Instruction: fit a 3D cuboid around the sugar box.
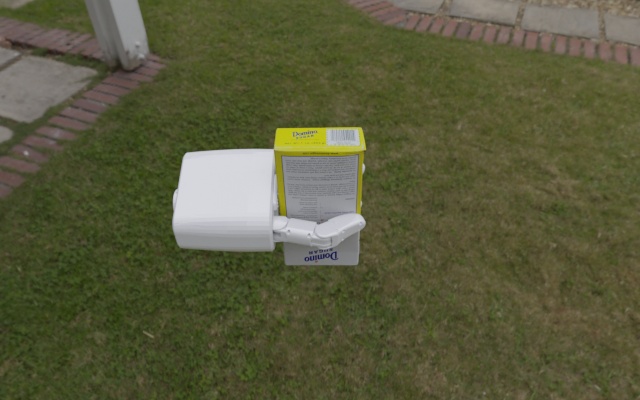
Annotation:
[{"bbox_3d":[0.000,0.001,0.544,0.093,0.176,0.048,0,44,0],"label":"sugar box"}]
